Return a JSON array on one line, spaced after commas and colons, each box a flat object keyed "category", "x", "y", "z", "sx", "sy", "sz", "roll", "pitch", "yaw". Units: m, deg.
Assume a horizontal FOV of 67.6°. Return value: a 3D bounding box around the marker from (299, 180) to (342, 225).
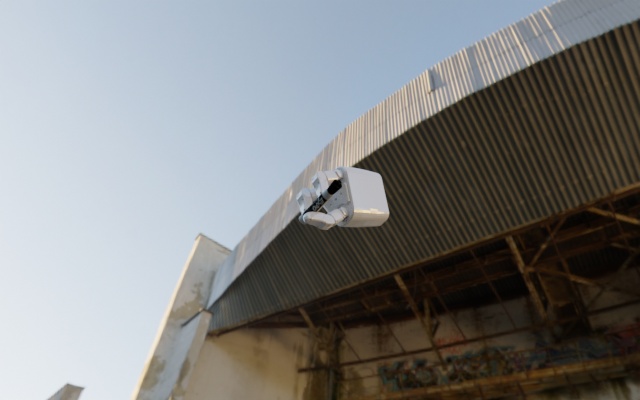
[{"category": "marker", "x": 0.000, "y": 0.003, "z": 0.852, "sx": 0.020, "sy": 0.020, "sz": 0.121, "roll": 0, "pitch": -35, "yaw": -42}]
